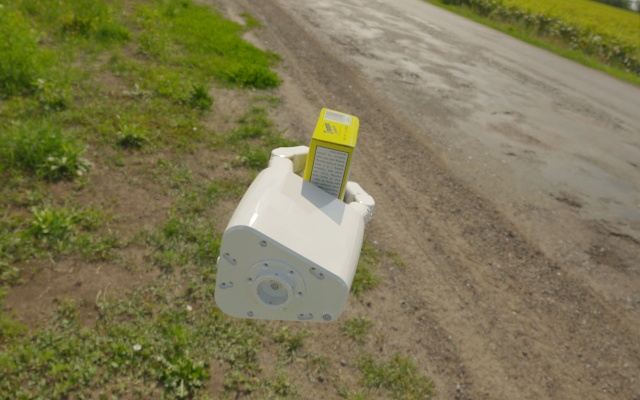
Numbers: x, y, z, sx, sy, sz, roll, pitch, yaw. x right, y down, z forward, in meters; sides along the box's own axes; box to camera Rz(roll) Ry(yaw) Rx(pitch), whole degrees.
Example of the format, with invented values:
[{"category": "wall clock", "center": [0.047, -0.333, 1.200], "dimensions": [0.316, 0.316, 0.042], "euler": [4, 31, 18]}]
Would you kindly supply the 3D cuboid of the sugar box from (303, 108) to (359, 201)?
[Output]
[{"category": "sugar box", "center": [0.000, 0.002, 0.507], "dimensions": [0.048, 0.176, 0.093], "euler": [15, 28, 0]}]
